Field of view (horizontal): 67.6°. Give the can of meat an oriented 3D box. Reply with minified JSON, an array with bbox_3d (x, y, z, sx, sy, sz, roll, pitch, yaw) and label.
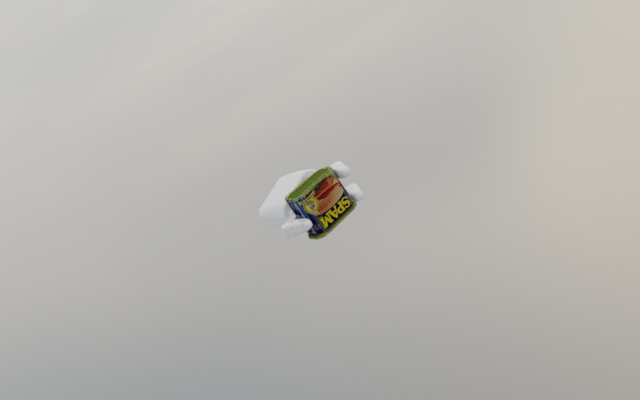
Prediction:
[{"bbox_3d":[0.000,0.002,0.819,0.102,0.084,0.057,-42,19,-26],"label":"can of meat"}]
